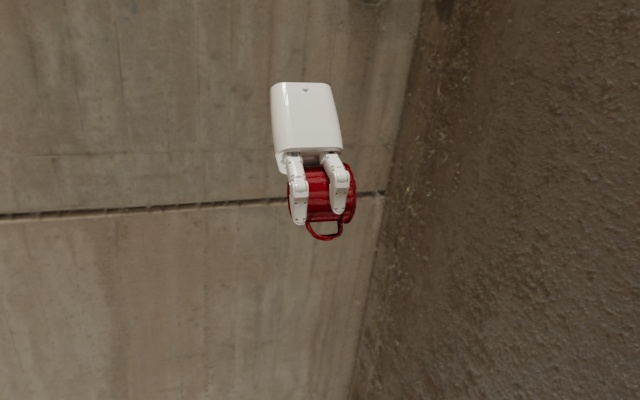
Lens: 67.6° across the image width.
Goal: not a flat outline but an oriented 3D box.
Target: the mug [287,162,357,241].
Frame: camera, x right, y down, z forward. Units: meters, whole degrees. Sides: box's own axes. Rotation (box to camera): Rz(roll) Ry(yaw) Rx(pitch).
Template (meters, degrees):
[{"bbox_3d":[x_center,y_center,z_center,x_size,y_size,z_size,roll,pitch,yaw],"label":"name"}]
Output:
[{"bbox_3d":[0.000,0.004,0.701,0.081,0.117,0.093,-3,-15,-18],"label":"mug"}]
